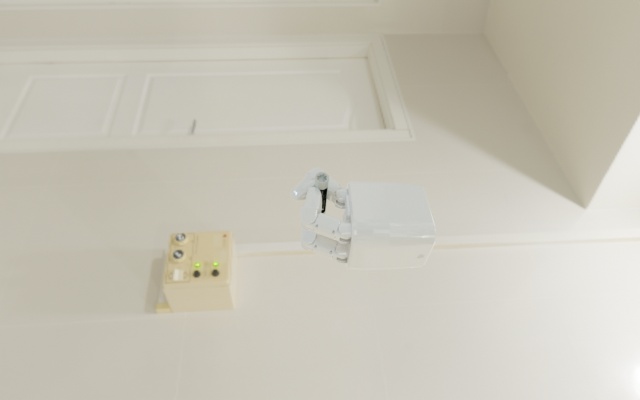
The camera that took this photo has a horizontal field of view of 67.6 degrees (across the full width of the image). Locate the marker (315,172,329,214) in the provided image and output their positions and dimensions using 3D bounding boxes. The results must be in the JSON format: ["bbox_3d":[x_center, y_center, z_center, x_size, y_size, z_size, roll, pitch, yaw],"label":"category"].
[{"bbox_3d":[0.000,0.002,0.671,0.020,0.020,0.121,0,-32,-2],"label":"marker"}]
